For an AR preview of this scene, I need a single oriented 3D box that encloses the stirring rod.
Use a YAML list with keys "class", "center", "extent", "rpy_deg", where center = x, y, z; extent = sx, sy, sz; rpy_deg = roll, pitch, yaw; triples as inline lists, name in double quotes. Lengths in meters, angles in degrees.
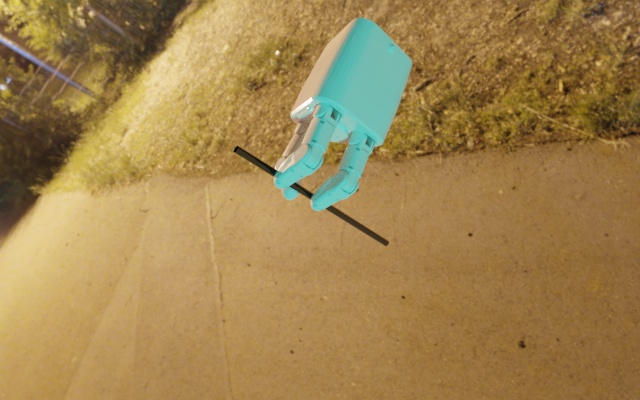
- class: "stirring rod"
  center: [0.000, 0.002, 0.544]
  extent: [0.240, 0.011, 0.011]
  rpy_deg: [32, -19, -34]
